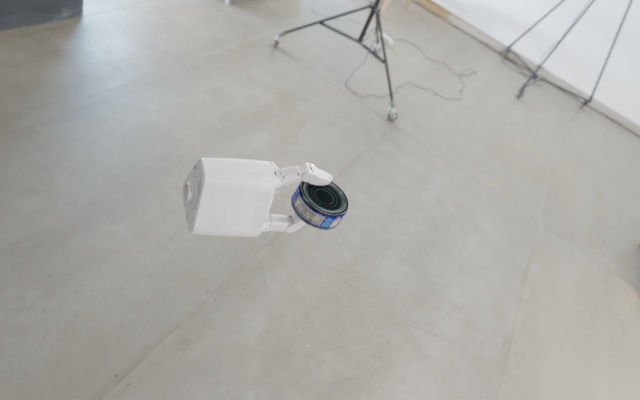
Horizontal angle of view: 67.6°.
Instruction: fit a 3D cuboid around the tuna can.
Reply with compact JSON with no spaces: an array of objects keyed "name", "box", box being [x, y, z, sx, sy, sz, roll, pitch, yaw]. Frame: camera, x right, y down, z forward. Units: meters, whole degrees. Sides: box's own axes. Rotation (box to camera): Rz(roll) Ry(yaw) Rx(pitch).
[{"name":"tuna can","box":[0.000,0.002,0.739,0.086,0.086,0.034,0,-42,-36]}]
